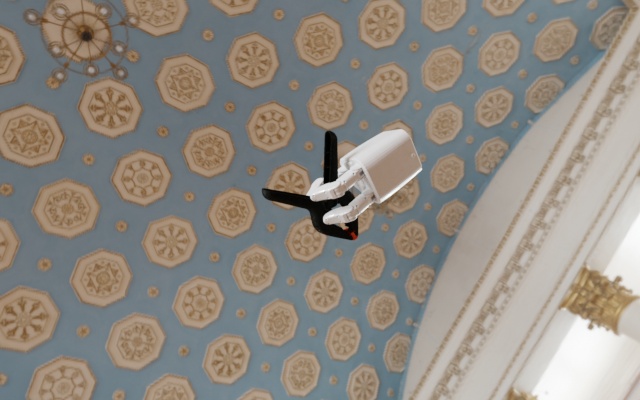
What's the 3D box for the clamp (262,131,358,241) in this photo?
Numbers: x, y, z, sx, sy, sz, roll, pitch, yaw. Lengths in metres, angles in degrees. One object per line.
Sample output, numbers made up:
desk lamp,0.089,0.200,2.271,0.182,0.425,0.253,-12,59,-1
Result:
clamp,0.000,0.003,0.860,0.164,0.210,0.036,-36,30,-13
